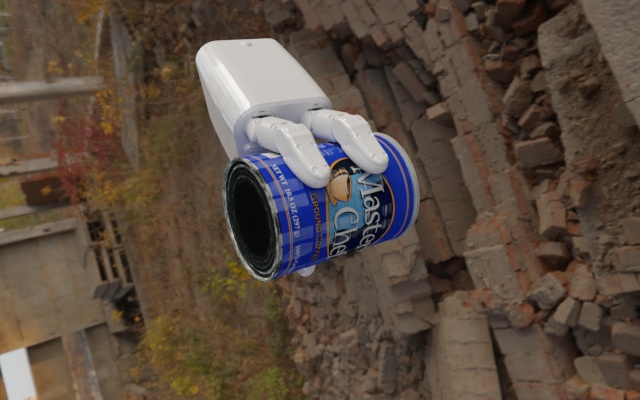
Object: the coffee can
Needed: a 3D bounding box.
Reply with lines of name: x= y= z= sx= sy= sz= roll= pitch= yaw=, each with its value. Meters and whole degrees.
coffee can: x=0.000 y=0.002 z=0.417 sx=0.140 sy=0.103 sz=0.103 roll=-14 pitch=7 yaw=-31
